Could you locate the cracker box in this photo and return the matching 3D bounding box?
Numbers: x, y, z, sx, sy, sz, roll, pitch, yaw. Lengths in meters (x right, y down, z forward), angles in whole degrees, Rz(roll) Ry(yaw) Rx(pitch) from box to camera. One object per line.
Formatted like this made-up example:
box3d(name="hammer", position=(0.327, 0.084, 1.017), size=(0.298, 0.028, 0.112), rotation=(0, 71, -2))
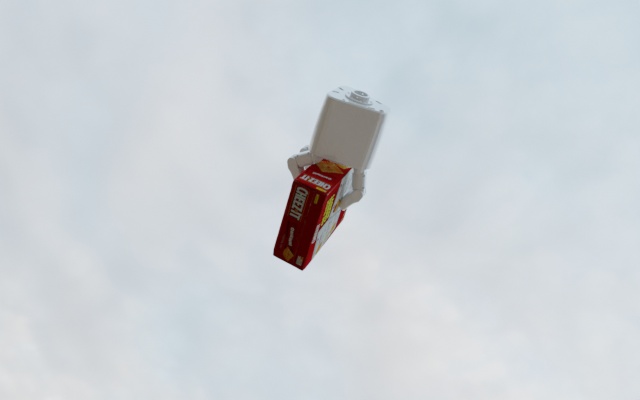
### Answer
box3d(name="cracker box", position=(0.000, 0.003, 0.886), size=(0.072, 0.164, 0.213), rotation=(24, 30, 12))
